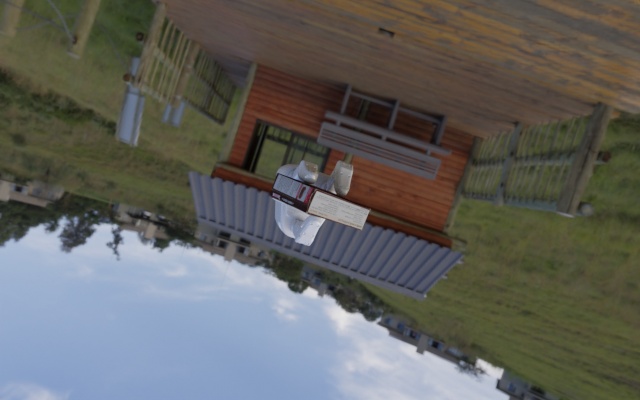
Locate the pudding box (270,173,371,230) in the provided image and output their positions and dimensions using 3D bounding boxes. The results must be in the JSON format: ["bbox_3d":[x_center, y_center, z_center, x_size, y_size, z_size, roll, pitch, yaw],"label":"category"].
[{"bbox_3d":[0.000,0.002,0.664,0.113,0.039,0.090,17,3,-42],"label":"pudding box"}]
